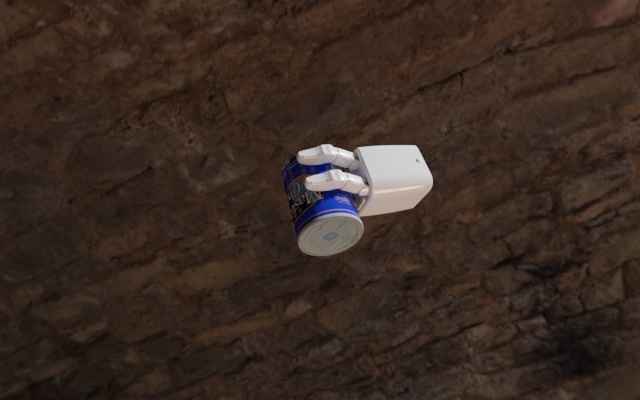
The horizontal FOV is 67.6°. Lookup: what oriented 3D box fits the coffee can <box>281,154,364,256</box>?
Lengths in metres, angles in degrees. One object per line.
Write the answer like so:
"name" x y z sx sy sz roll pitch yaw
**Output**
"coffee can" 0.000 0.003 0.761 0.103 0.140 0.103 -11 -38 -8
